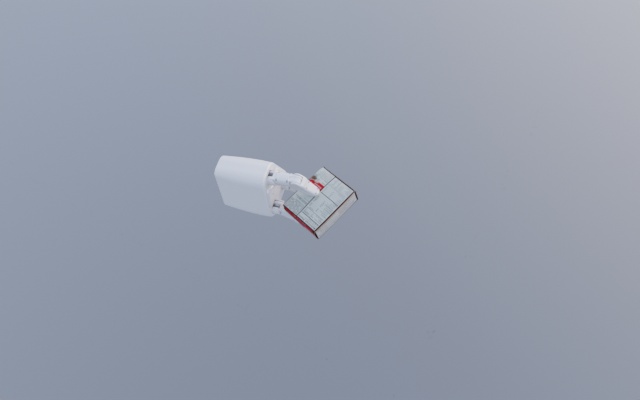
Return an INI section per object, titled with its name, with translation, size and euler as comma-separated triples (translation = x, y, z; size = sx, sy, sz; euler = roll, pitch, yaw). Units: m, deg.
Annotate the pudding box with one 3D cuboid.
[pudding box]
translation = 0.000, 0.003, 0.898
size = 0.090, 0.113, 0.039
euler = 40, -11, 26
